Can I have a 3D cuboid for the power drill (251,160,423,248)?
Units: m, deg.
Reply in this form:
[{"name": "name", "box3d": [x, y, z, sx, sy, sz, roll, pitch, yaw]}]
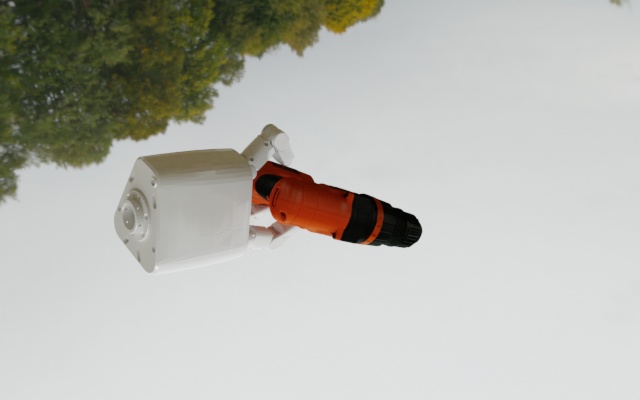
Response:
[{"name": "power drill", "box3d": [0.000, 0.002, 0.544, 0.184, 0.057, 0.187, 17, 2, -33]}]
